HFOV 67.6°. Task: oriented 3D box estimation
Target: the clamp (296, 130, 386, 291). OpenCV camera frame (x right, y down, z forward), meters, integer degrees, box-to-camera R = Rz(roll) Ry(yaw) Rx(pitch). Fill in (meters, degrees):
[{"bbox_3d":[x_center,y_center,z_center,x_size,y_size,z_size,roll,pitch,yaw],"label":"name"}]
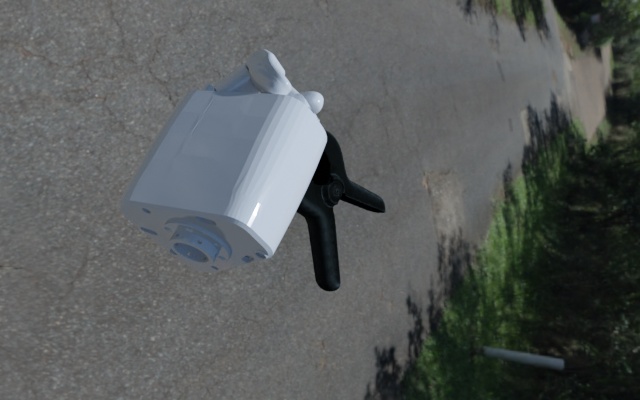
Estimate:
[{"bbox_3d":[0.001,0.001,0.443,0.039,0.120,0.171,-4,-40,39],"label":"clamp"}]
